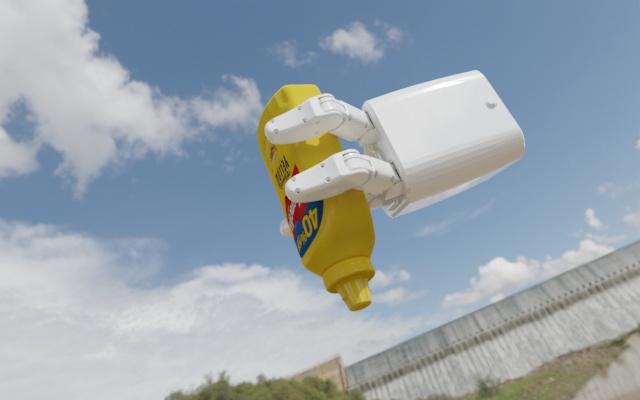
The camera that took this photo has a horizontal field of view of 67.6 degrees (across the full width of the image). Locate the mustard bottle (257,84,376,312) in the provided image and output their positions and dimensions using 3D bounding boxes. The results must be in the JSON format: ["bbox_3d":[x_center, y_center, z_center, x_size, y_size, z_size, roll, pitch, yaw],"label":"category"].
[{"bbox_3d":[0.000,0.001,0.404,0.058,0.191,0.096,-7,-30,-27],"label":"mustard bottle"}]
